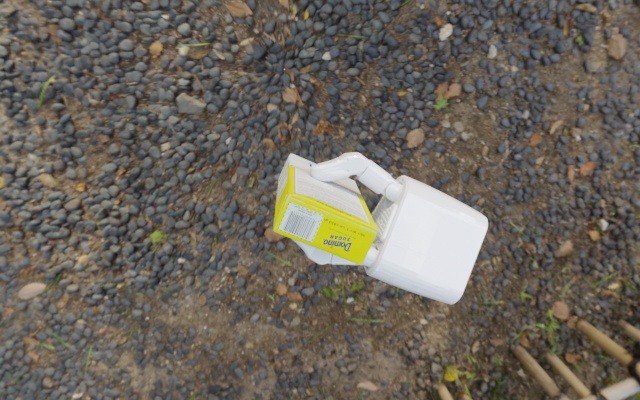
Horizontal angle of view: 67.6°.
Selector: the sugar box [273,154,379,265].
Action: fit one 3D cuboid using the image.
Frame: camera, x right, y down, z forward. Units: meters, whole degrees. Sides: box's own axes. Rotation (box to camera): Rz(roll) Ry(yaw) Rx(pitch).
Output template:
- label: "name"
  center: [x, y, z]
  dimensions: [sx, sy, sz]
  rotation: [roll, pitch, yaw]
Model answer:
- label: "sugar box"
  center: [0.000, 0.002, 0.517]
  dimensions: [0.093, 0.048, 0.176]
  rotation: [23, 12, -9]
